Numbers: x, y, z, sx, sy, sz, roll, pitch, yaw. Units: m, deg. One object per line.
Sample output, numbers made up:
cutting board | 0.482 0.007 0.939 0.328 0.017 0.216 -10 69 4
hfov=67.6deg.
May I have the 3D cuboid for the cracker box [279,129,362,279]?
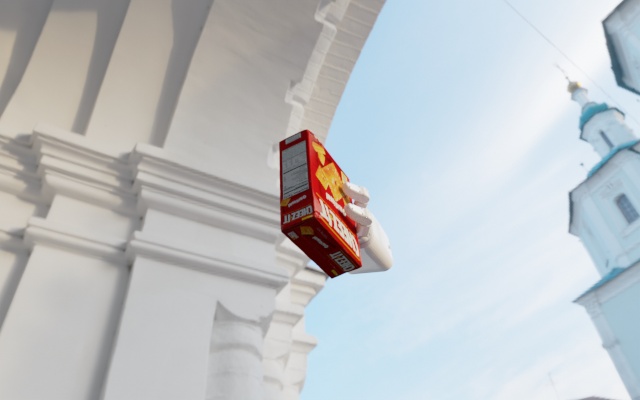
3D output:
cracker box | 0.000 0.003 0.839 0.072 0.213 0.164 -24 -46 19
